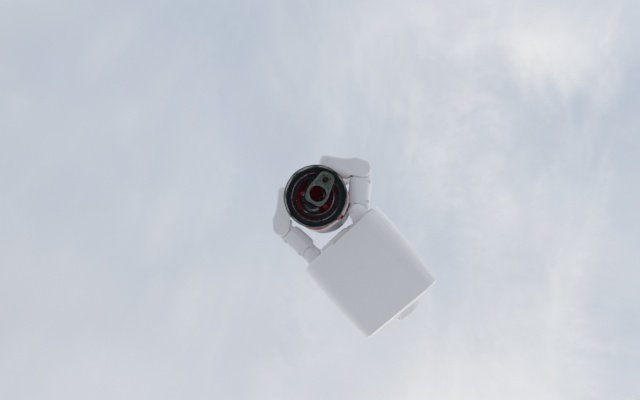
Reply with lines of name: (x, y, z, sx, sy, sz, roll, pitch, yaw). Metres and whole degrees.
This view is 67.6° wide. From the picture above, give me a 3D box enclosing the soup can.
soup can: (0.000, 0.002, 0.548, 0.068, 0.068, 0.102, 0, -7, 6)
